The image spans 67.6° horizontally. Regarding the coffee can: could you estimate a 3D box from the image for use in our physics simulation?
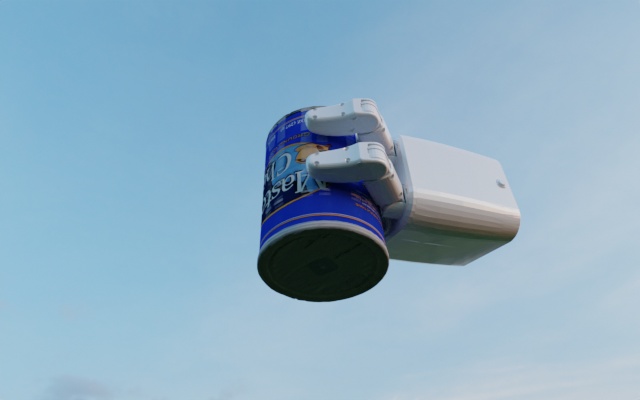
[{"bbox_3d":[0.000,0.001,0.416,0.103,0.140,0.103,-1,-42,-1],"label":"coffee can"}]
